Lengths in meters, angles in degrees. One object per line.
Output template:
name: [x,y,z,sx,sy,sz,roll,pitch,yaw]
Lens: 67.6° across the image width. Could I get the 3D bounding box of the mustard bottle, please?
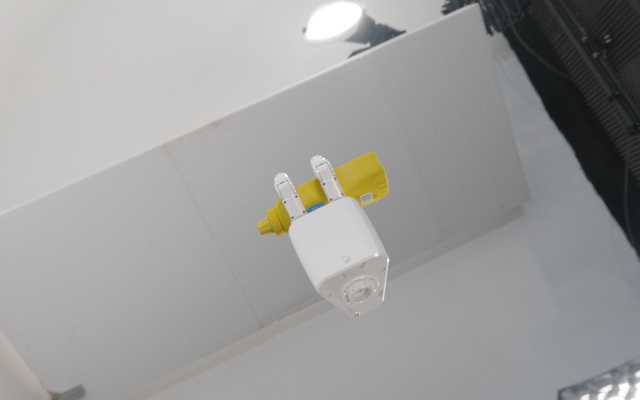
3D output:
mustard bottle: [0.000,0.002,0.680,0.191,0.058,0.096,-25,-22,-3]
